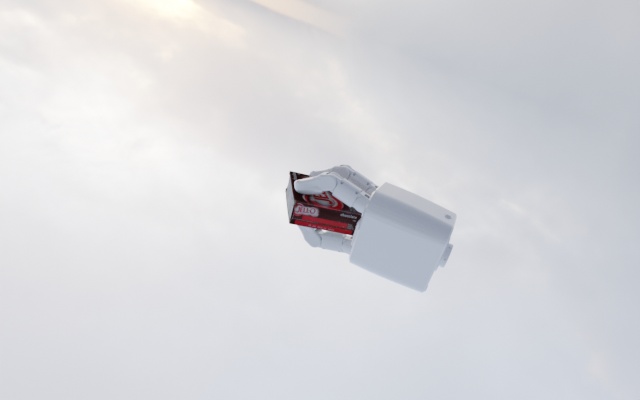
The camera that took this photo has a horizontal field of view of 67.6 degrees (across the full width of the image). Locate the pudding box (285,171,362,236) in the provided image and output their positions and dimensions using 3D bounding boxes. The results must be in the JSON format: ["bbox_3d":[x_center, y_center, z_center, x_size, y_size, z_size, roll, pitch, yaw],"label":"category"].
[{"bbox_3d":[0.000,0.002,0.651,0.090,0.039,0.113,12,19,-13],"label":"pudding box"}]
